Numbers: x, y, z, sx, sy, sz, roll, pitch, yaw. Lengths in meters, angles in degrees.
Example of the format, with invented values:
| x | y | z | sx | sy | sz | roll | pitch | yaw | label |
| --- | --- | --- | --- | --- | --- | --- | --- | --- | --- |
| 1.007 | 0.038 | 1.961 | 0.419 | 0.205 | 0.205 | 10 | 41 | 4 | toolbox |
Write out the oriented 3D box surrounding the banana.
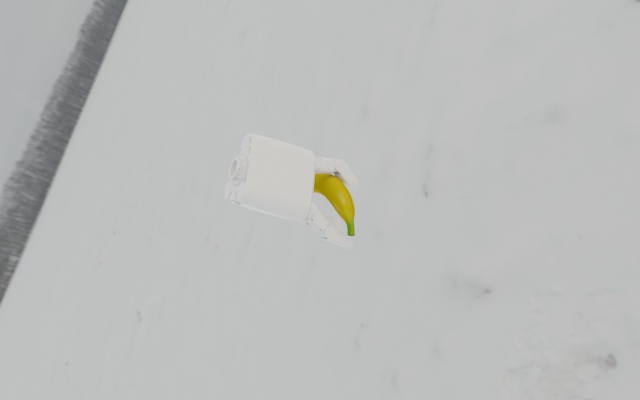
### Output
| x | y | z | sx | sy | sz | roll | pitch | yaw | label |
| --- | --- | --- | --- | --- | --- | --- | --- | --- | --- |
| 0.007 | -0.013 | 0.797 | 0.037 | 0.070 | 0.197 | 9 | 18 | -30 | banana |
